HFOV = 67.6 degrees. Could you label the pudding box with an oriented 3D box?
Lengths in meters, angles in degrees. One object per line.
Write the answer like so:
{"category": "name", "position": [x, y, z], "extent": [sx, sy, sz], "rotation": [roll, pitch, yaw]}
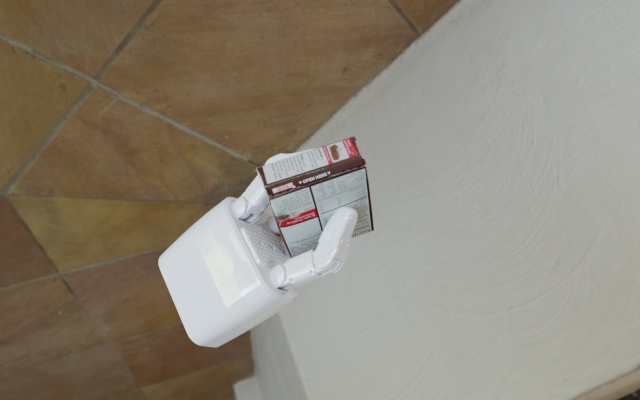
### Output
{"category": "pudding box", "position": [0.000, 0.002, 0.441], "extent": [0.090, 0.039, 0.114], "rotation": [-19, -33, -3]}
